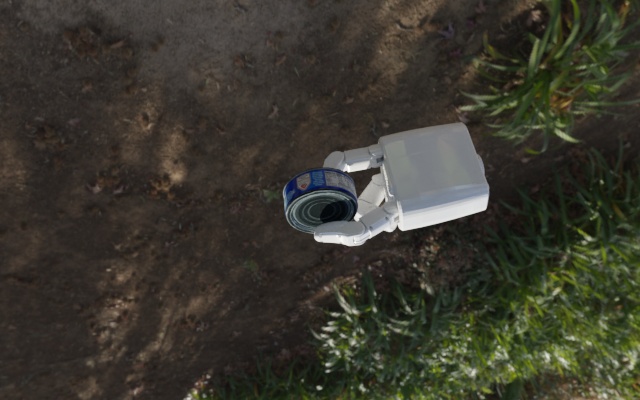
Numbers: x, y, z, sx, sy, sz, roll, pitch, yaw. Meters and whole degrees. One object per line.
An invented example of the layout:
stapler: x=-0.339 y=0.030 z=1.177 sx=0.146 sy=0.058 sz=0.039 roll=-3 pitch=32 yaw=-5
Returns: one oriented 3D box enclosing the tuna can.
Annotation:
tuna can: x=0.000 y=0.002 z=0.555 sx=0.086 sy=0.033 sz=0.086 roll=-5 pitch=-38 yaw=-4
